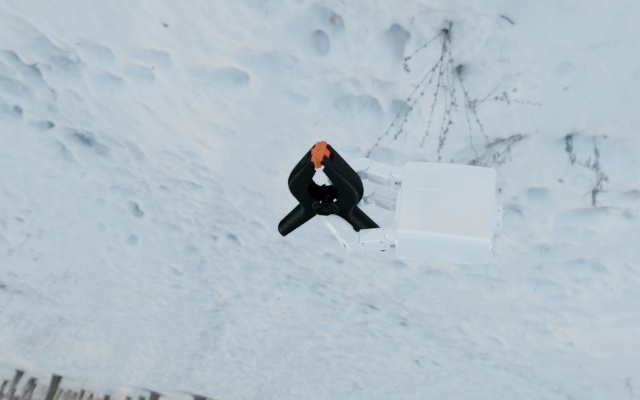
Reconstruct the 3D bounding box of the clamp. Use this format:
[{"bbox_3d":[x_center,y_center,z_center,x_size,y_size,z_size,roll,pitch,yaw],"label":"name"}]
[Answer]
[{"bbox_3d":[0.000,0.002,0.617,0.164,0.036,0.210,3,-34,17],"label":"clamp"}]
